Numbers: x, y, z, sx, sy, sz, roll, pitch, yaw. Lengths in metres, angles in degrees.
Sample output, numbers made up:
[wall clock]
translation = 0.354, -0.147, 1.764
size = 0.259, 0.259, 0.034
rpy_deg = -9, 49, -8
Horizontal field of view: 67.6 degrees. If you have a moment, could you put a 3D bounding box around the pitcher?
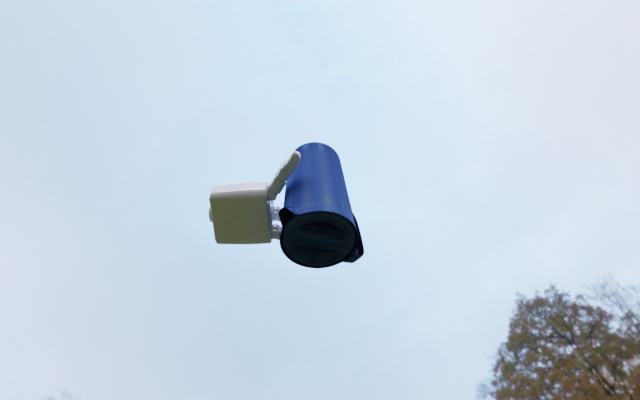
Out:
[pitcher]
translation = 0.000, 0.003, 0.892
size = 0.145, 0.149, 0.242
rpy_deg = -5, 39, 1
